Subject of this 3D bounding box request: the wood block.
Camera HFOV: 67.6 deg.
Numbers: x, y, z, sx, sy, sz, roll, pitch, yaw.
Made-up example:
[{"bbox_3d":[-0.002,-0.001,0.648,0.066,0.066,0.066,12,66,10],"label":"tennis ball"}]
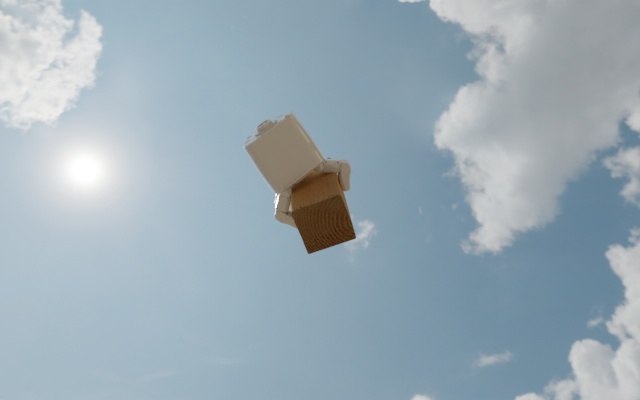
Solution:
[{"bbox_3d":[0.000,0.002,0.896,0.091,0.090,0.206,-19,23,5],"label":"wood block"}]
